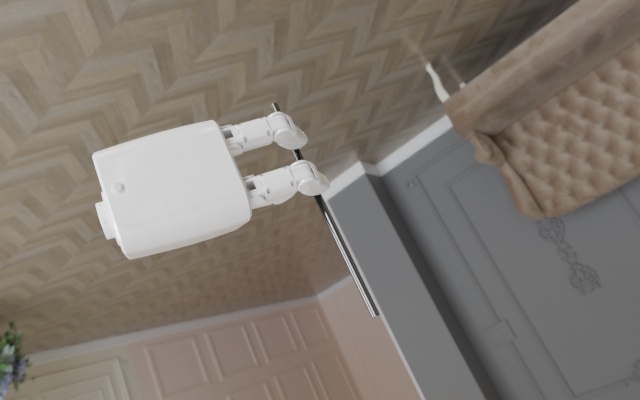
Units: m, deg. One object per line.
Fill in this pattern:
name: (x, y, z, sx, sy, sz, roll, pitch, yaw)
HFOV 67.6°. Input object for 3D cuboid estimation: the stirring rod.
stirring rod: (0.000, 0.001, 0.466, 0.011, 0.239, 0.011, -23, -19, -8)
